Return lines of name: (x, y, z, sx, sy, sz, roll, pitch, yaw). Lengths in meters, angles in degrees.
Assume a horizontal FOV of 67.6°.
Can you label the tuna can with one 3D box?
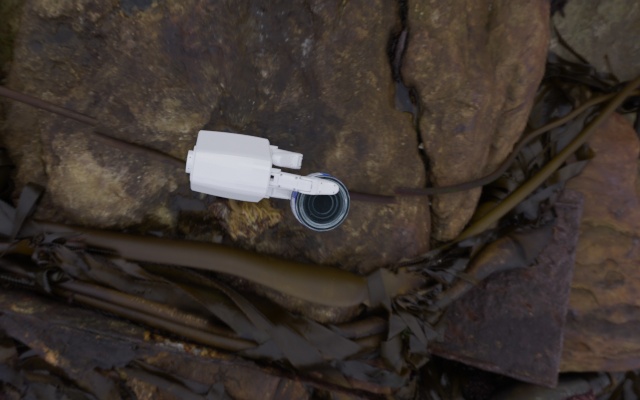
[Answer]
tuna can: (0.000, 0.002, 0.715, 0.086, 0.086, 0.033, 0, 9, -16)
